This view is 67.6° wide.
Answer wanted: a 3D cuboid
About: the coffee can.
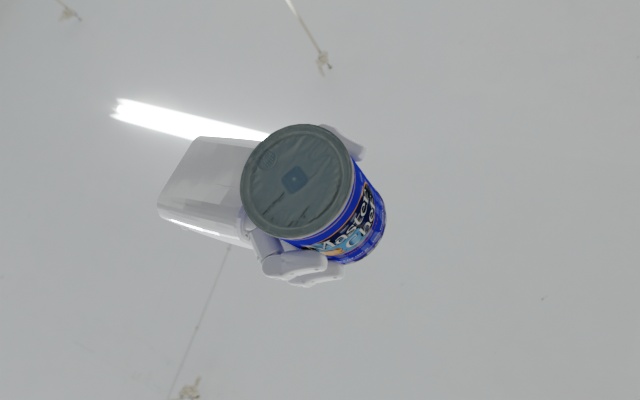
[{"bbox_3d":[0.000,0.001,0.465,0.103,0.102,0.140,0,-17,20],"label":"coffee can"}]
